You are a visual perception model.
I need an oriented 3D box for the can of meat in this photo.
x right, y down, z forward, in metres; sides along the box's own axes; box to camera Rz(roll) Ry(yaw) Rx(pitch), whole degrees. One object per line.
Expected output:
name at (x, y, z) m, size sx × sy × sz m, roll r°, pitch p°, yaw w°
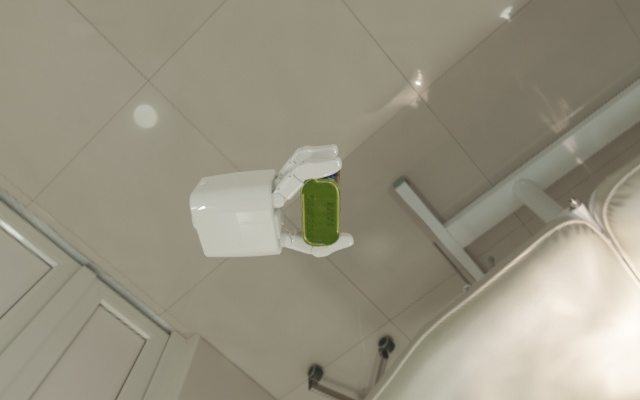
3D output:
can of meat at (0.000, 0.002, 0.655) m, size 0.057 × 0.102 × 0.084 m, roll -1°, pitch 22°, yaw 1°
